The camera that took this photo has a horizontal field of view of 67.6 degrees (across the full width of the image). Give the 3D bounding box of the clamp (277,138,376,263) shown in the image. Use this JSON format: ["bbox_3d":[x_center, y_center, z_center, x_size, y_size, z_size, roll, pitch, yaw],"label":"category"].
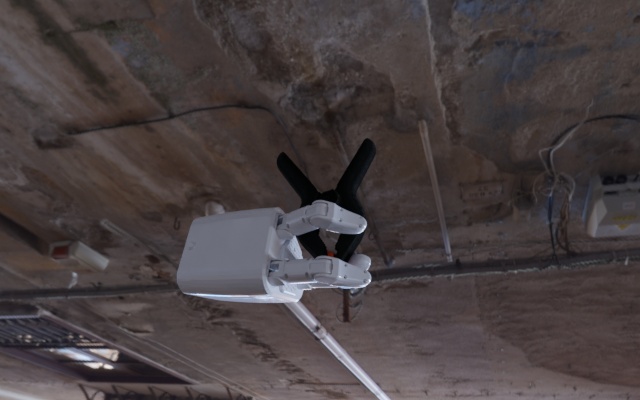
[{"bbox_3d":[0.000,0.002,0.544,0.120,0.171,0.039,-4,-34,17],"label":"clamp"}]
